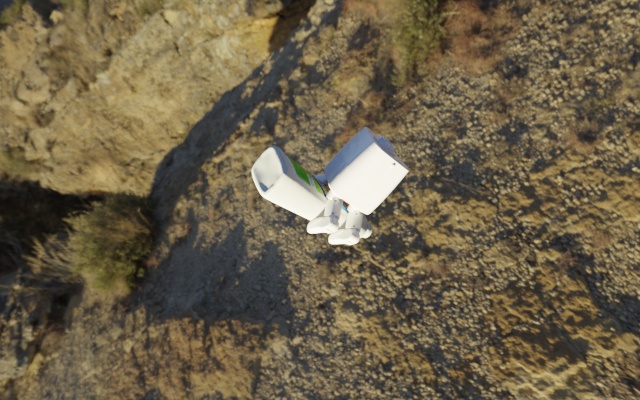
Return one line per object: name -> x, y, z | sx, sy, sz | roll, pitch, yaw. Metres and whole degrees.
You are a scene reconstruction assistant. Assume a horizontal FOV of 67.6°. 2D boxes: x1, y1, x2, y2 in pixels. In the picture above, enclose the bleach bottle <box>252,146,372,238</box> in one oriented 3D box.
bleach bottle -> 0.000, 0.003, 0.840 | 0.251, 0.068, 0.102 | 31, 20, -38
